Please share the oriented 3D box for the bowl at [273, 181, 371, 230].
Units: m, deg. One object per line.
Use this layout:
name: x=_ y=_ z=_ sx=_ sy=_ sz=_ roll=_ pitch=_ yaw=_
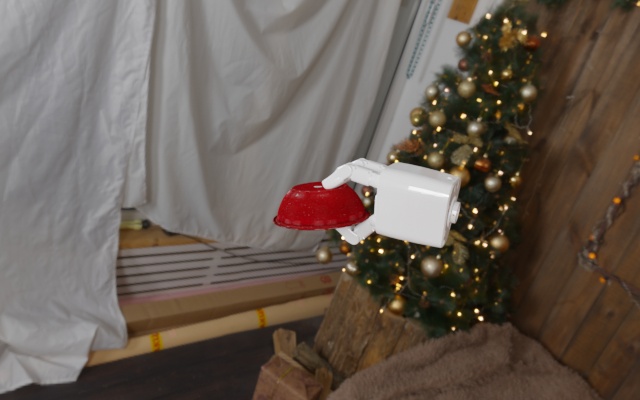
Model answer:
bowl: x=-0.001 y=0.002 z=0.787 sx=0.162 sy=0.055 sz=0.162 roll=-4 pitch=11 yaw=1
